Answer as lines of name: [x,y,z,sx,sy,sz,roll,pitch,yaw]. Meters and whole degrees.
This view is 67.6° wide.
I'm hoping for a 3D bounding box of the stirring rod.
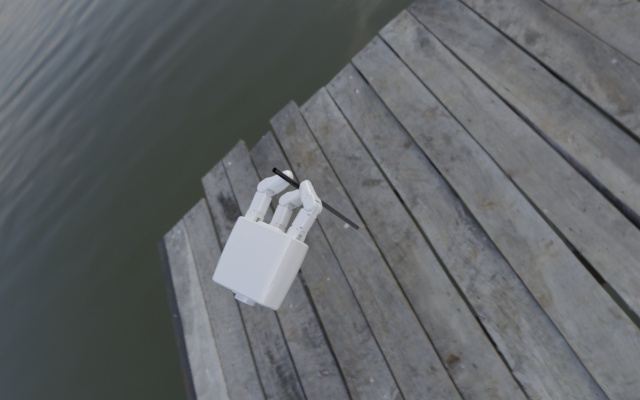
stirring rod: [0.000,0.003,0.781,0.011,0.011,0.240,0,-23,37]
